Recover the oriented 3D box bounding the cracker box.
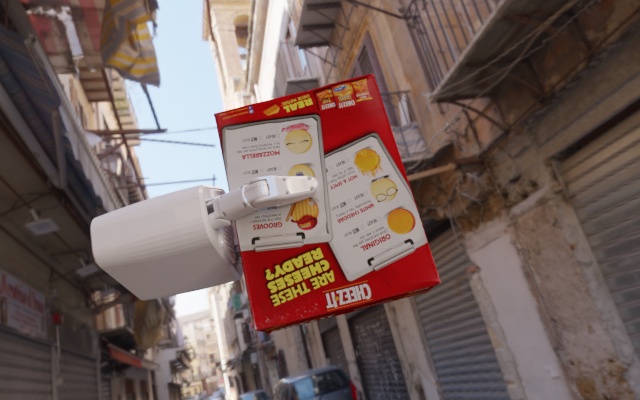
[{"bbox_3d":[0.000,0.001,0.461,0.164,0.213,0.072,-14,-18,0],"label":"cracker box"}]
